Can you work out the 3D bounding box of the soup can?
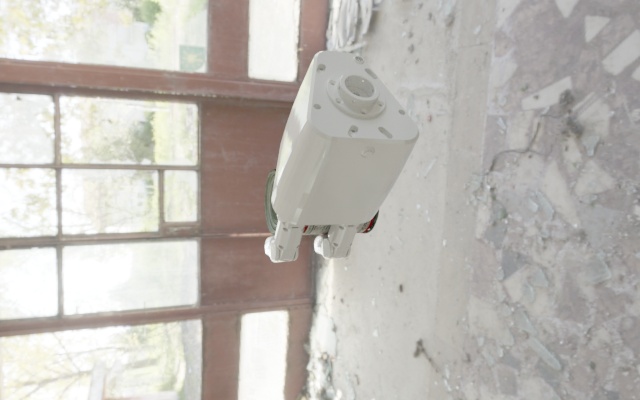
[{"bbox_3d":[0.000,0.002,0.490,0.102,0.068,0.068,0,0,-21],"label":"soup can"}]
